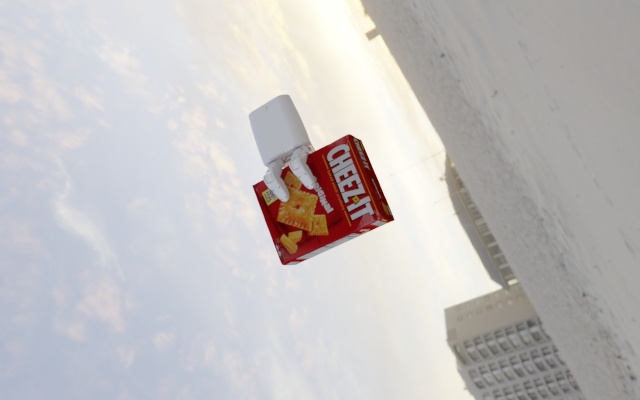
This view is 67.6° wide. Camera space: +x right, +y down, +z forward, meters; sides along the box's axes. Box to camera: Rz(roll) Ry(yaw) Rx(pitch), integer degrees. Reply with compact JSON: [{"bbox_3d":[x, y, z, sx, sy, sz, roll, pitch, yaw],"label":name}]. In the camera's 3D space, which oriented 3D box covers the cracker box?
[{"bbox_3d":[0.000,0.003,0.859,0.214,0.164,0.072,-26,-14,21],"label":"cracker box"}]
